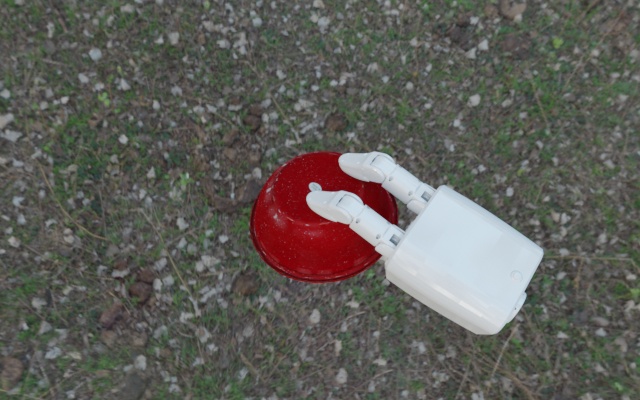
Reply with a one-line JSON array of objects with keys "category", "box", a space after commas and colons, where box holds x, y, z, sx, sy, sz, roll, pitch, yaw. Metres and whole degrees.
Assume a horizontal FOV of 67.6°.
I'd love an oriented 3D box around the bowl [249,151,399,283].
[{"category": "bowl", "box": [-0.001, 0.001, 0.497, 0.162, 0.162, 0.055, 0, -35, 8]}]
